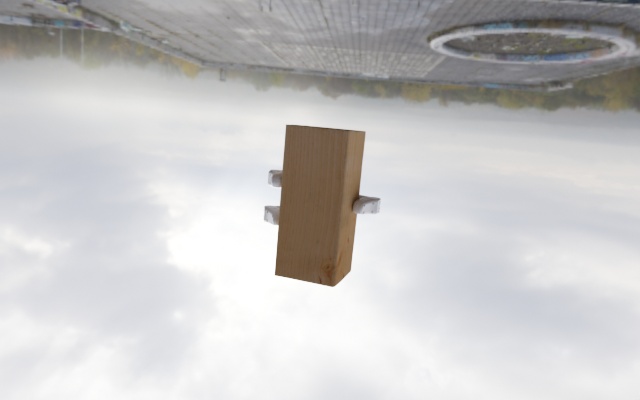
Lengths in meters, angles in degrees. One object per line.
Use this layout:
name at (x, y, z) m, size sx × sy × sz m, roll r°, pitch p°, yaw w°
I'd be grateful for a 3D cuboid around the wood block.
wood block at (0.001, 0.002, 0.664) m, size 0.091 × 0.206 × 0.090 m, roll 8°, pitch 10°, yaw 19°
